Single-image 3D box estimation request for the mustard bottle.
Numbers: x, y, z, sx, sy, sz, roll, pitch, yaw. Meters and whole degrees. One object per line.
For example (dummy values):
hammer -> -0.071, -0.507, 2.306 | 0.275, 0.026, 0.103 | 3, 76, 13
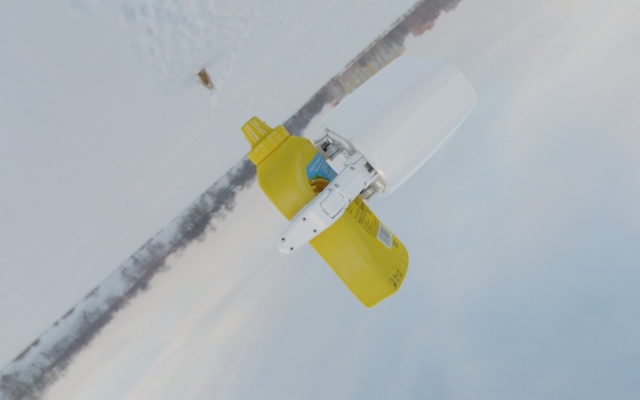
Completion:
mustard bottle -> 0.000, 0.002, 0.431 | 0.058, 0.191, 0.096 | -37, 11, 23
